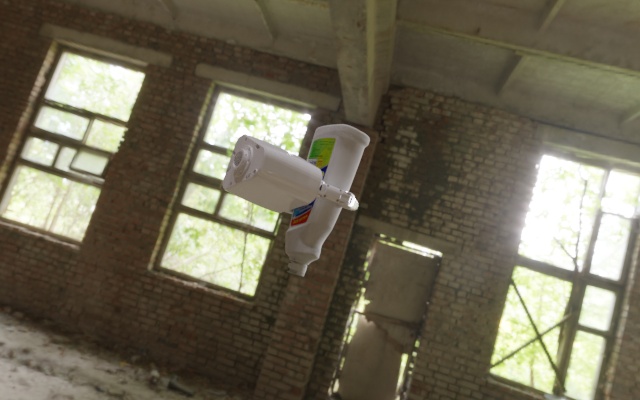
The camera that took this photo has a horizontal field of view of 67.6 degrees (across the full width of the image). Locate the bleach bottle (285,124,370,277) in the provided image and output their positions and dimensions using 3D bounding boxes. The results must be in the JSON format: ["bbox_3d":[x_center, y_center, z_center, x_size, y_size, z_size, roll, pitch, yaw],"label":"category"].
[{"bbox_3d":[0.000,0.003,0.792,0.068,0.251,0.102,22,-9,-34],"label":"bleach bottle"}]
